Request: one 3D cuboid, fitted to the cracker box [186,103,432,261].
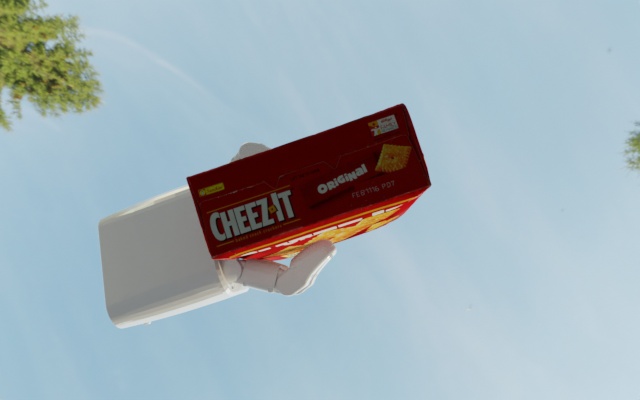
[{"bbox_3d":[0.000,0.001,0.431,0.164,0.072,0.214,-19,-8,2],"label":"cracker box"}]
